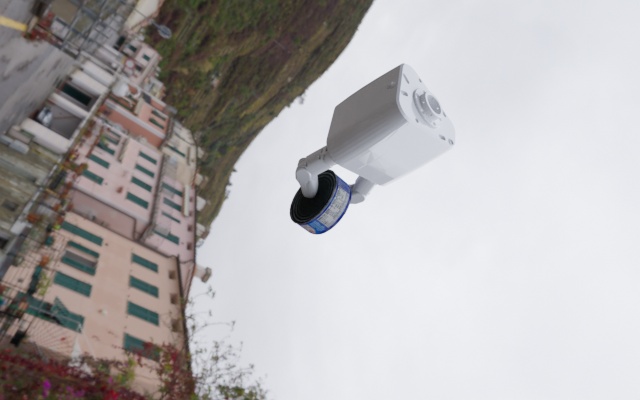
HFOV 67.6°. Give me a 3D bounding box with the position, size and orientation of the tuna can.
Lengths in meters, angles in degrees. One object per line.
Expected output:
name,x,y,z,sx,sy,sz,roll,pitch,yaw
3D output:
tuna can,0.000,0.002,0.639,0.034,0.086,0.086,37,-21,-30
